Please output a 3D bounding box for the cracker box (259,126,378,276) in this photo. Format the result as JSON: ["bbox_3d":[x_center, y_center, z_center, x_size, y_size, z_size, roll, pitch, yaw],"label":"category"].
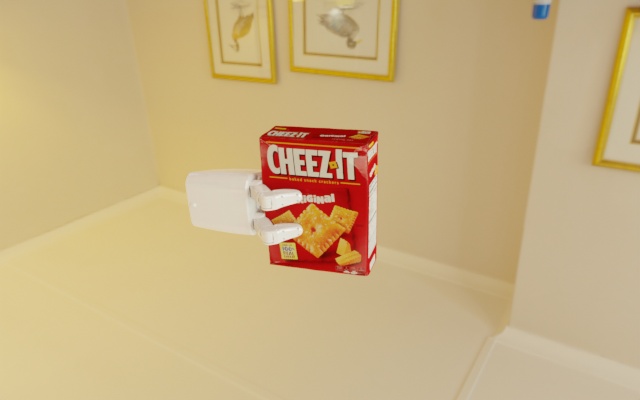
[{"bbox_3d":[0.000,0.002,0.722,0.164,0.214,0.072,5,26,17],"label":"cracker box"}]
